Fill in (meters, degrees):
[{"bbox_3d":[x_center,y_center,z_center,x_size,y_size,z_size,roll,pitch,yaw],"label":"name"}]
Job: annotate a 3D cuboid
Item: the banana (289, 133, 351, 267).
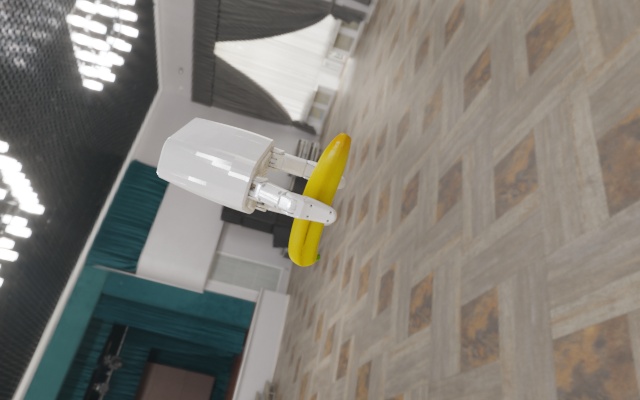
[{"bbox_3d":[-0.007,0.014,0.570,0.037,0.198,0.069,22,36,8],"label":"banana"}]
